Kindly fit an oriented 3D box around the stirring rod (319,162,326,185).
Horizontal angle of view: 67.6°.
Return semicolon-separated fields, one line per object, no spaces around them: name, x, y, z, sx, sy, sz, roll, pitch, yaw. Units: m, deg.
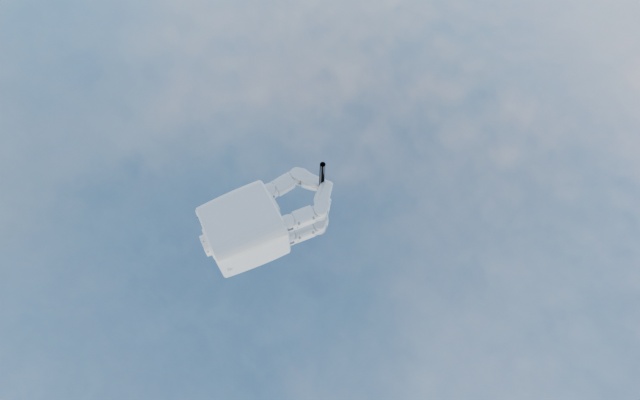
stirring rod;0.000;0.002;0.762;0.011;0.011;0.240;0;-26;-2
